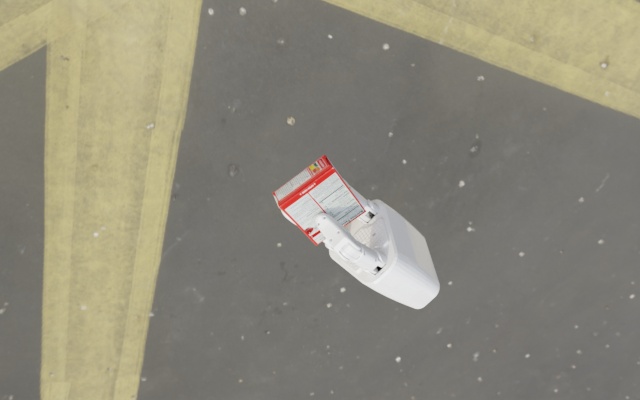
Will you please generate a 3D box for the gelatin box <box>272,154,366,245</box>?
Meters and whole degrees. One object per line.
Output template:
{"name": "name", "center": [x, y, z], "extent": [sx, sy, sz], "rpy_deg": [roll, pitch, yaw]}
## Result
{"name": "gelatin box", "center": [0.000, 0.002, 0.544], "extent": [0.073, 0.030, 0.089], "rpy_deg": [-36, -46, 5]}
